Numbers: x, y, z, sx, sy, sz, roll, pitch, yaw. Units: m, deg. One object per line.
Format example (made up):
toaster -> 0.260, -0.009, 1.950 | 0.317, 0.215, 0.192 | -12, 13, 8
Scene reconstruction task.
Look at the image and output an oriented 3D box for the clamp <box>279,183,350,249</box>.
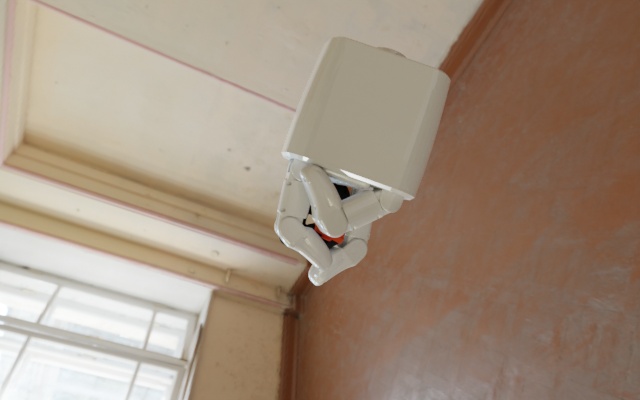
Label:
clamp -> 0.000, 0.002, 0.492 | 0.039, 0.120, 0.171 | 20, -1, -15
